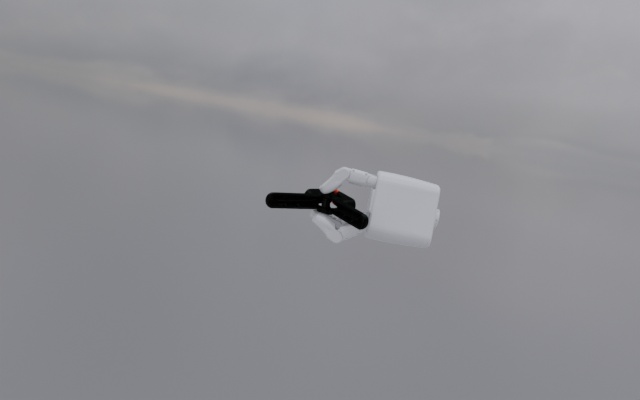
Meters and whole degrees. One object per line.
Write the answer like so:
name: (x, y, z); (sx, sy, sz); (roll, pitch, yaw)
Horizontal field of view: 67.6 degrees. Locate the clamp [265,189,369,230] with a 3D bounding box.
clamp: (0.001, 0.002, 0.822); (0.164, 0.036, 0.210); (13, 10, 2)
